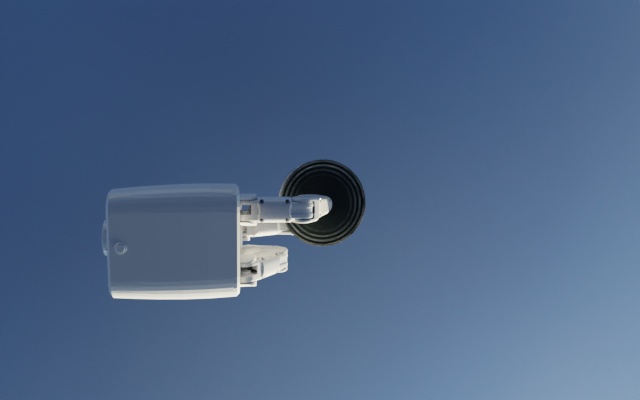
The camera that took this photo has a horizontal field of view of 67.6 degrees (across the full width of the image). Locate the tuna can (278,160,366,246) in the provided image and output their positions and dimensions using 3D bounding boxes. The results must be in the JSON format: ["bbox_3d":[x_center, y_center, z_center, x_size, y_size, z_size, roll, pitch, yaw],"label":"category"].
[{"bbox_3d":[0.000,0.002,0.485,0.086,0.086,0.034,0,4,-10],"label":"tuna can"}]
